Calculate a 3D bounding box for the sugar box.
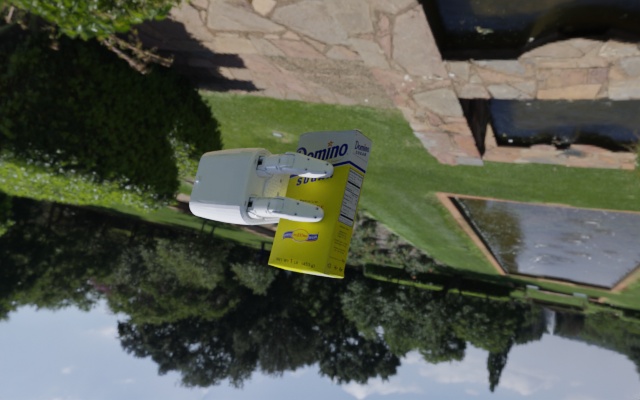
[{"bbox_3d":[0.000,0.002,0.588,0.093,0.176,0.048,3,-13,39],"label":"sugar box"}]
